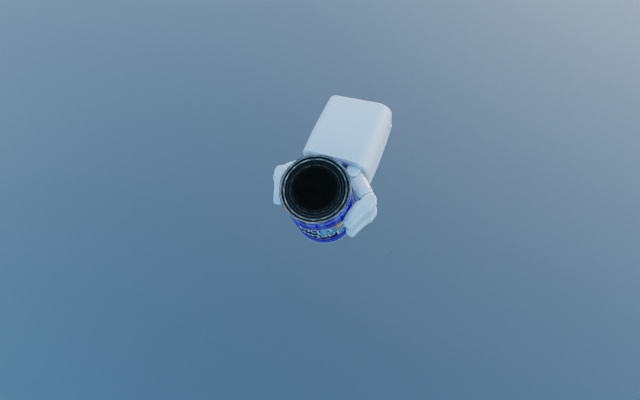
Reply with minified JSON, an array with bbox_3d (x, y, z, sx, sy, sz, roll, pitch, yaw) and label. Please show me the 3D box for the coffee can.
[{"bbox_3d":[0.000,0.003,0.730,0.103,0.102,0.140,0,-16,7],"label":"coffee can"}]
